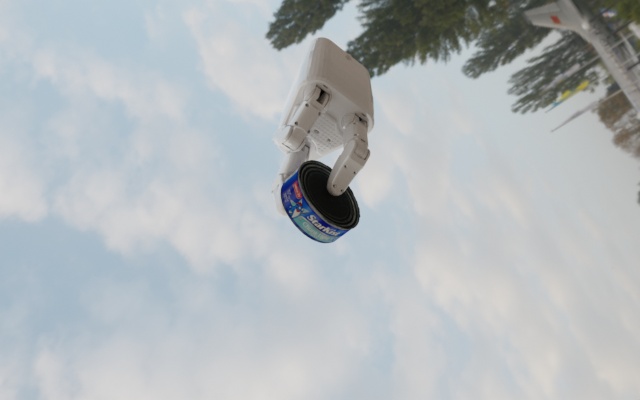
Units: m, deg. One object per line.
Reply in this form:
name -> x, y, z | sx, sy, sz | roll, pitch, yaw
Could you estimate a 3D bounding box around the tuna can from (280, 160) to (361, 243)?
tuna can -> 0.000, 0.002, 0.502 | 0.034, 0.086, 0.086 | -39, -23, 31
